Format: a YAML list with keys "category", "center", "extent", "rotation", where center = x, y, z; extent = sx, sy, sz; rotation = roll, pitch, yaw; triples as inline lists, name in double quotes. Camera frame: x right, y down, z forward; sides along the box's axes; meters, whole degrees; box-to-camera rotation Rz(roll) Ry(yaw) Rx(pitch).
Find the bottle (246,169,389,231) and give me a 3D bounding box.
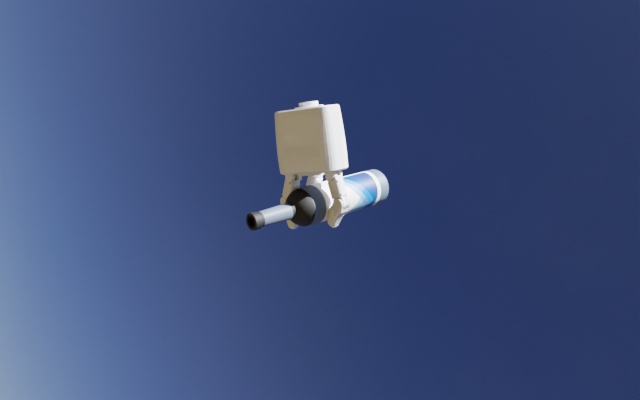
- category: "bottle"
  center: [0.000, 0.003, 0.824]
  extent: [0.295, 0.069, 0.069]
  rotation: [-16, 11, -42]
